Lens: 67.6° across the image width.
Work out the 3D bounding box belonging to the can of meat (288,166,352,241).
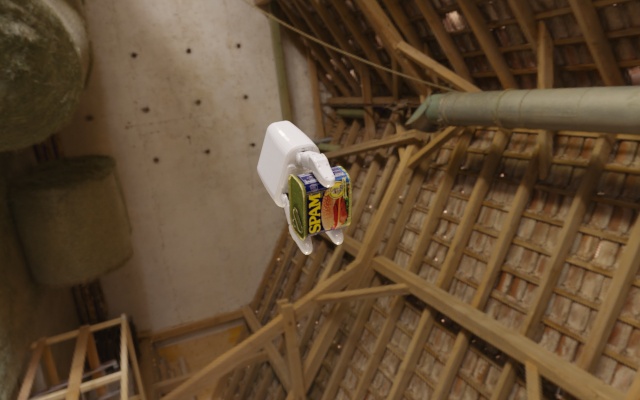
[{"bbox_3d":[0.000,0.002,0.735,0.084,0.102,0.057,-14,34,-22],"label":"can of meat"}]
